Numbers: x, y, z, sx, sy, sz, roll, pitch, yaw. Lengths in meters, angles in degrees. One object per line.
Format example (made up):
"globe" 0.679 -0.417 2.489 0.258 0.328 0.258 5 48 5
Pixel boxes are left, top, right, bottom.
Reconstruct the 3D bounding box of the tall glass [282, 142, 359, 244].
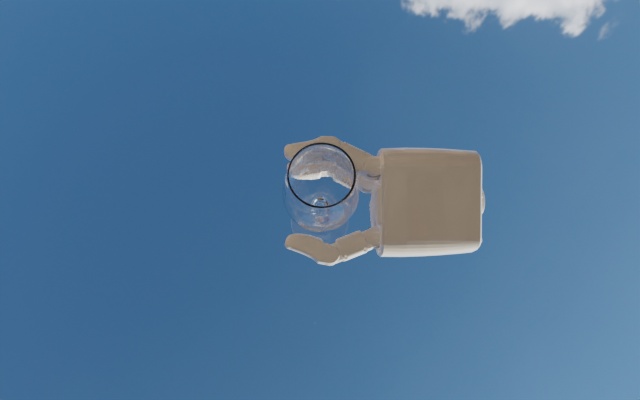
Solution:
"tall glass" 0.000 0.002 0.520 0.079 0.079 0.201 0 -14 0
